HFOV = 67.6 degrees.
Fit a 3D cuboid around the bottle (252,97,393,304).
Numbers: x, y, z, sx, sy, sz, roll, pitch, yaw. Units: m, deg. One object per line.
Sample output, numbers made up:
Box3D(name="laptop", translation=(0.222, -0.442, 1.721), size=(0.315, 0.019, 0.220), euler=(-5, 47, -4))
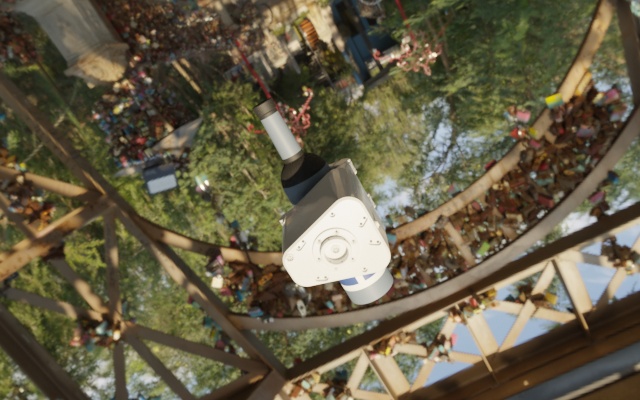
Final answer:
Box3D(name="bottle", translation=(0.000, 0.002, 0.624), size=(0.069, 0.296, 0.069), euler=(-28, 17, 9))
